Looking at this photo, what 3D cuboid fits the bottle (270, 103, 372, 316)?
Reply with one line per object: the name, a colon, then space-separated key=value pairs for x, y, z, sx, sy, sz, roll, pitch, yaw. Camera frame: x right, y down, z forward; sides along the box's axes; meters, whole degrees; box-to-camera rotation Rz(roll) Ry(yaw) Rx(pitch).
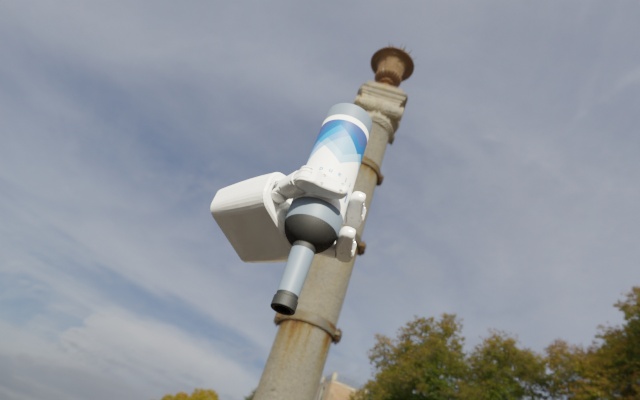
bottle: x=0.000 y=0.002 z=0.588 sx=0.069 sy=0.295 sz=0.069 roll=13 pitch=-35 yaw=9
